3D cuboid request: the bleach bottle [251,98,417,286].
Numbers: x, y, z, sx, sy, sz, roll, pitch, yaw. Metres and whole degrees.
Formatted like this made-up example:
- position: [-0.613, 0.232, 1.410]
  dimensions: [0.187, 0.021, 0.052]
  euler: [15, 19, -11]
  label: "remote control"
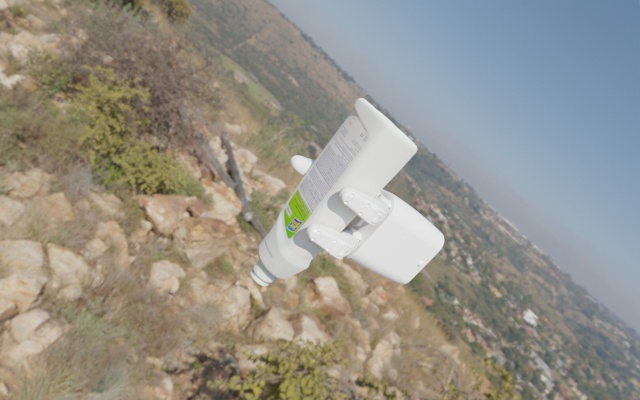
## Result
- position: [0.000, 0.002, 0.579]
  dimensions: [0.068, 0.251, 0.102]
  euler: [32, 17, -31]
  label: "bleach bottle"
